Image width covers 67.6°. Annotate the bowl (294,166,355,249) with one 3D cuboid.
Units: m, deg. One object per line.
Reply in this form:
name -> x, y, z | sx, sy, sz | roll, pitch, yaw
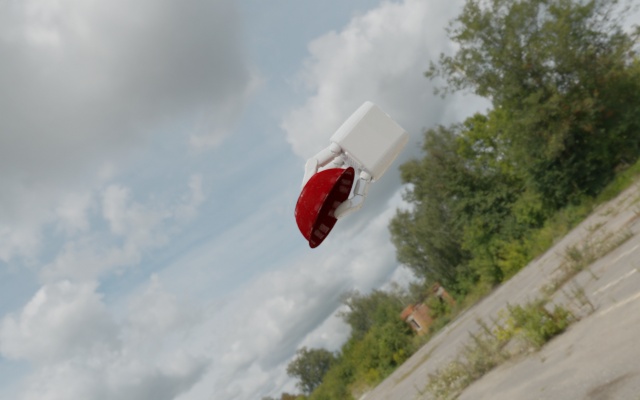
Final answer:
bowl -> -0.001, 0.004, 0.849 | 0.055, 0.162, 0.162 | 26, 7, 14
